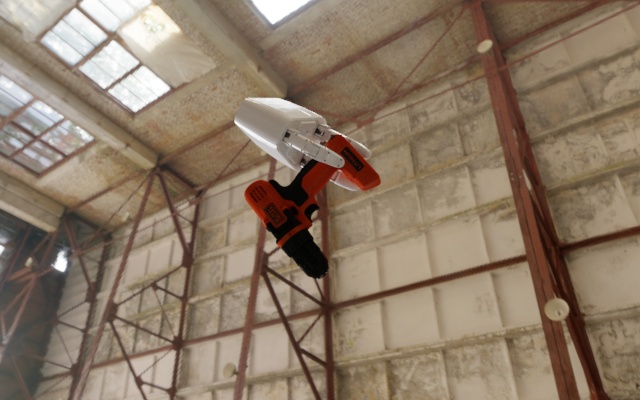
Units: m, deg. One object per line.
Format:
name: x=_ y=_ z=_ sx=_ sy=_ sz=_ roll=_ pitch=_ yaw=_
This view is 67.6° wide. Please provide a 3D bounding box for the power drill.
power drill: x=0.000 y=0.002 z=0.742 sx=0.187 sy=0.184 sz=0.057 roll=-39 pitch=-11 yaw=-5
